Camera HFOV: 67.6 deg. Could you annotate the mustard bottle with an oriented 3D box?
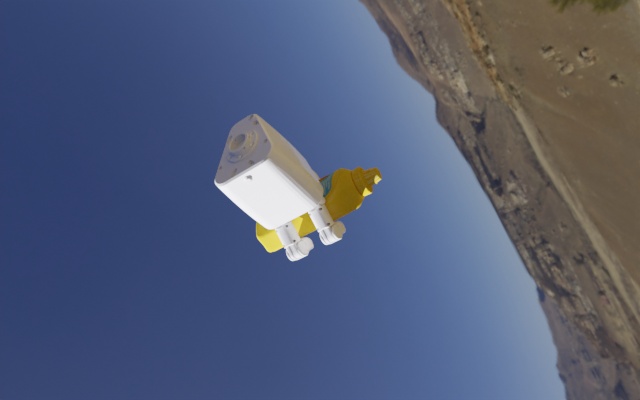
[{"bbox_3d":[0.000,0.003,0.688,0.192,0.058,0.096,-27,20,20],"label":"mustard bottle"}]
